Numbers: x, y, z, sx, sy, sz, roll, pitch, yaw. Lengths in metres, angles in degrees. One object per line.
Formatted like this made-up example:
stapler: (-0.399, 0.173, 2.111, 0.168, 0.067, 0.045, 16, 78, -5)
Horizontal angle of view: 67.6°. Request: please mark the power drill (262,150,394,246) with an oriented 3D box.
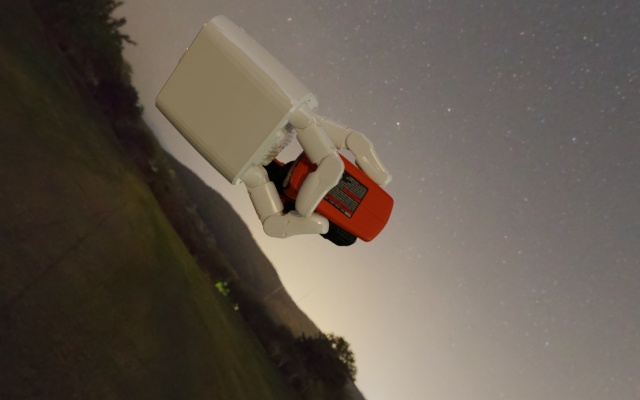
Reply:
power drill: (0.000, 0.002, 0.530, 0.184, 0.057, 0.187, 35, -13, -19)
